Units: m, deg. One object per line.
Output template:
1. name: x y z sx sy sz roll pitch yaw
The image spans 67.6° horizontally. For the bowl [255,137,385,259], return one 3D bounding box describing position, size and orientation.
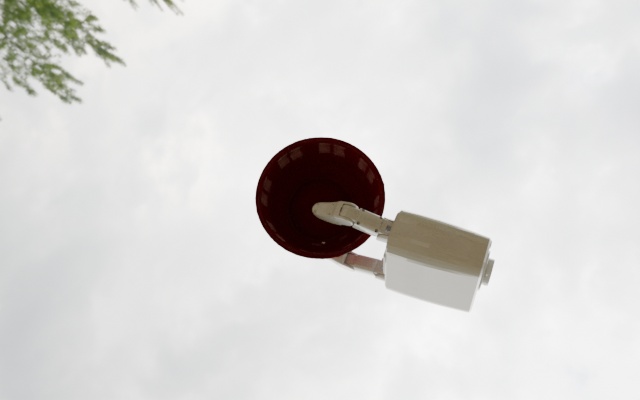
1. bowl: -0.001 0.001 0.613 0.162 0.162 0.055 0 -20 1
